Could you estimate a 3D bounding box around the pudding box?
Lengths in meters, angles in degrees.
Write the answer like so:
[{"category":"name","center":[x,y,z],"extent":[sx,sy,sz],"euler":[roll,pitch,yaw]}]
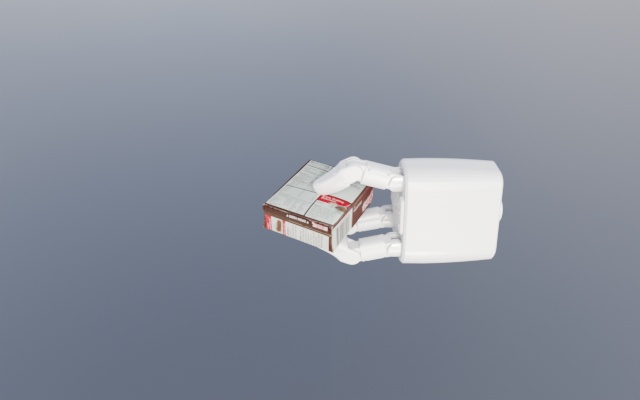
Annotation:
[{"category":"pudding box","center":[0.000,0.002,0.553],"extent":[0.090,0.039,0.113],"euler":[17,37,22]}]
